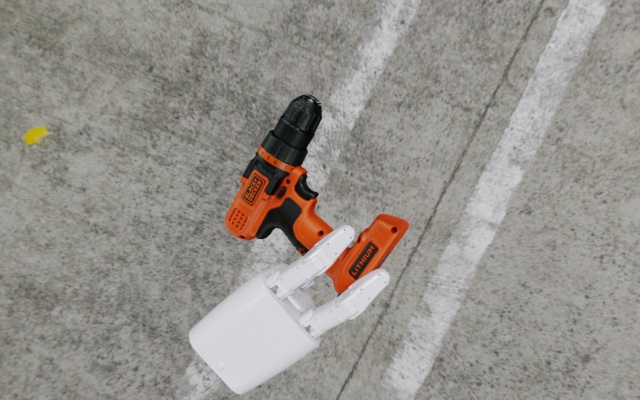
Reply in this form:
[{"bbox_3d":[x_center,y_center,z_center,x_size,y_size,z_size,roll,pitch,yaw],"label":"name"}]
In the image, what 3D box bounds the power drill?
[{"bbox_3d":[0.000,0.002,0.526,0.187,0.184,0.057,36,19,16],"label":"power drill"}]
